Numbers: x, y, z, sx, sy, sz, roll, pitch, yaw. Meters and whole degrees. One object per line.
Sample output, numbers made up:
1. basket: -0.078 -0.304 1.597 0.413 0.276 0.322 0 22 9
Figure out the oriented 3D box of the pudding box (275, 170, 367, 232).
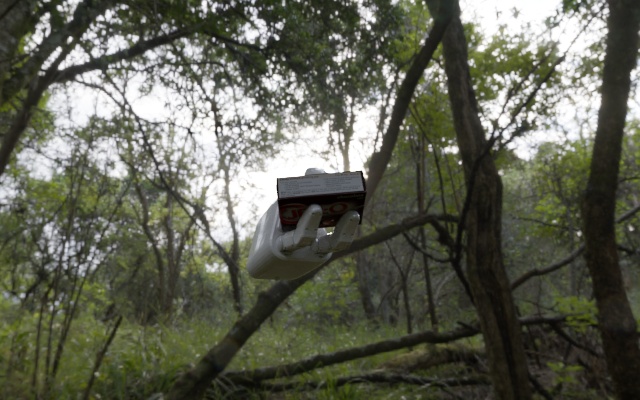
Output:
1. pudding box: 0.000 0.002 0.624 0.113 0.039 0.090 -7 -28 -4
